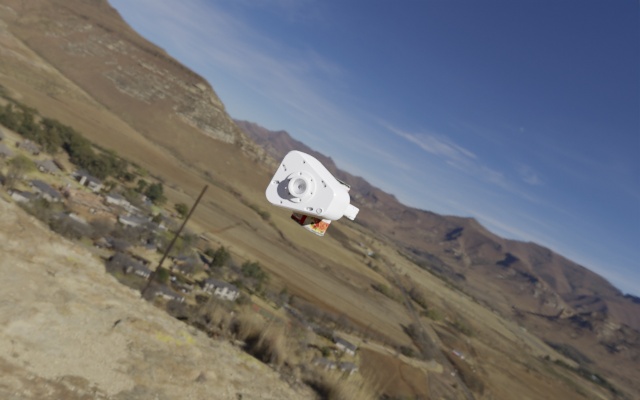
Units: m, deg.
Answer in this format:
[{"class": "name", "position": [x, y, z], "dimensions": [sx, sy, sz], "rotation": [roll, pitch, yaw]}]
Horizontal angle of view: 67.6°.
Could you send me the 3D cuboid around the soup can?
[{"class": "soup can", "position": [0.000, 0.003, 0.858], "dimensions": [0.068, 0.102, 0.068], "rotation": [30, 3, -2]}]
